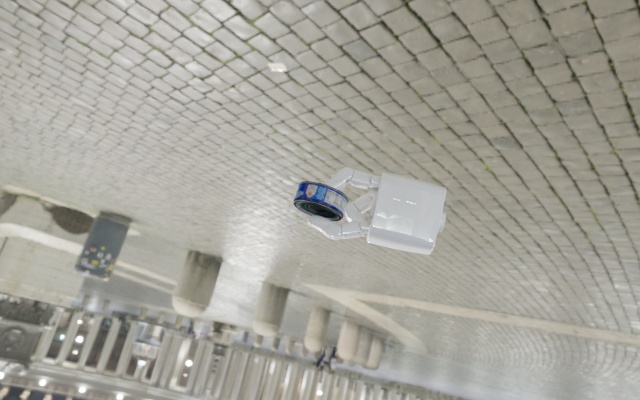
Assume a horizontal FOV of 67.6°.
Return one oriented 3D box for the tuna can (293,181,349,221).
[{"bbox_3d":[0.000,0.003,0.770,0.086,0.033,0.086,17,-18,6],"label":"tuna can"}]
